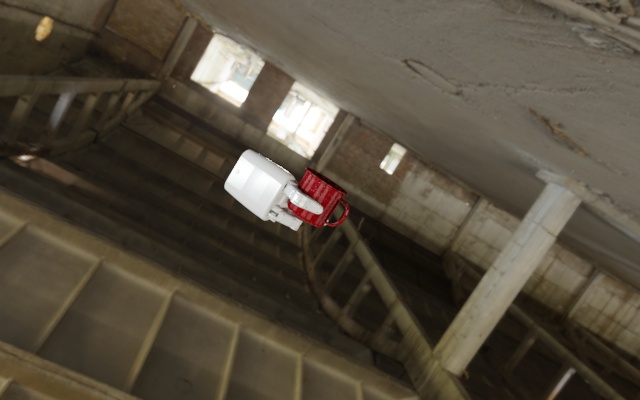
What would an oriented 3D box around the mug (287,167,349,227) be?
[{"bbox_3d":[0.001,0.004,0.891,0.117,0.081,0.093,35,9,18],"label":"mug"}]
